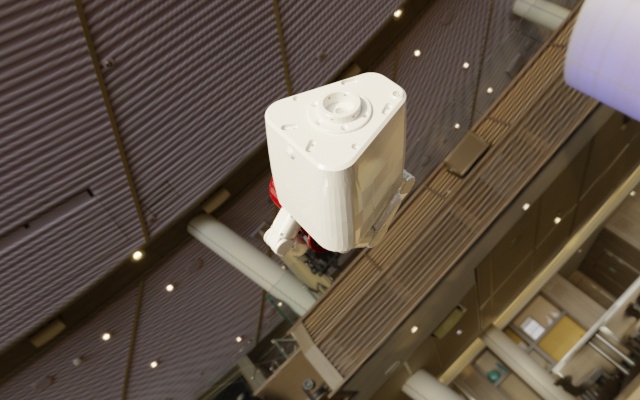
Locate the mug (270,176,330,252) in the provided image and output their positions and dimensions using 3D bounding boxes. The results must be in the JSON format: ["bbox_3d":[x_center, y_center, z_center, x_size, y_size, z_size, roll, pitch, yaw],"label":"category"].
[{"bbox_3d":[0.000,0.002,0.522,0.093,0.117,0.081,-33,58,-21],"label":"mug"}]
